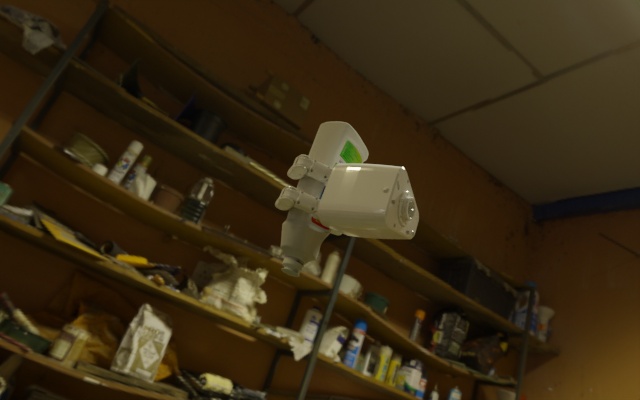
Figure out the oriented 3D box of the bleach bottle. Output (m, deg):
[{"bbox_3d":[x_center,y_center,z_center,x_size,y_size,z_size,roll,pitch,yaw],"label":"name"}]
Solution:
[{"bbox_3d":[0.000,0.002,0.748,0.068,0.250,0.103,4,-29,33],"label":"bleach bottle"}]
